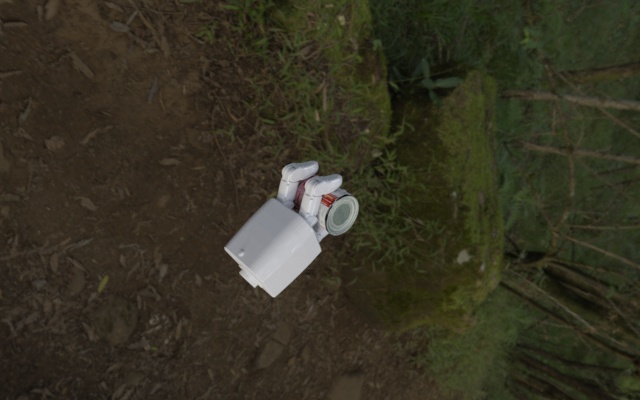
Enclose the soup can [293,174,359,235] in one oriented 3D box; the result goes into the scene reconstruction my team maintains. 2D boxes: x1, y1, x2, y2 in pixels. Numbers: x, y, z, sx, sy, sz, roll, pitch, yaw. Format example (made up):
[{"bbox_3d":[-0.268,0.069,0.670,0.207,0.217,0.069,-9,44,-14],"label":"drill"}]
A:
[{"bbox_3d":[0.001,0.002,0.734,0.068,0.068,0.102,0,23,-45],"label":"soup can"}]
